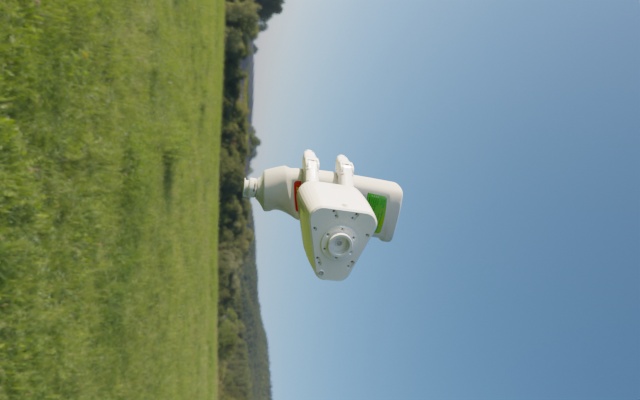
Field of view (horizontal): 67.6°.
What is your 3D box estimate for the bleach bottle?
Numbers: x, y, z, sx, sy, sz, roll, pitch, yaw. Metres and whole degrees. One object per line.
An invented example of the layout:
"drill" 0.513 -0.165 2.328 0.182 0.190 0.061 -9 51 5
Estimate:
"bleach bottle" 0.000 0.002 0.773 0.251 0.102 0.068 7 17 -12
